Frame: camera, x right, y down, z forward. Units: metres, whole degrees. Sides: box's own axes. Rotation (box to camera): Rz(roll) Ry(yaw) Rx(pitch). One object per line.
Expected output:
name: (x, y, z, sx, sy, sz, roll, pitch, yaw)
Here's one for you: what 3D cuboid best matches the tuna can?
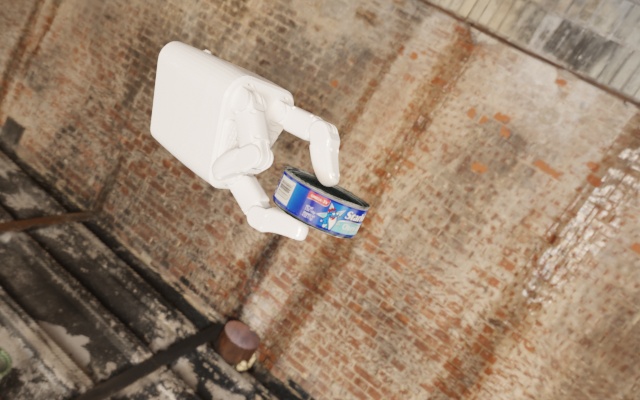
tuna can: (0.000, 0.002, 0.440, 0.086, 0.034, 0.086, 25, 9, -4)
